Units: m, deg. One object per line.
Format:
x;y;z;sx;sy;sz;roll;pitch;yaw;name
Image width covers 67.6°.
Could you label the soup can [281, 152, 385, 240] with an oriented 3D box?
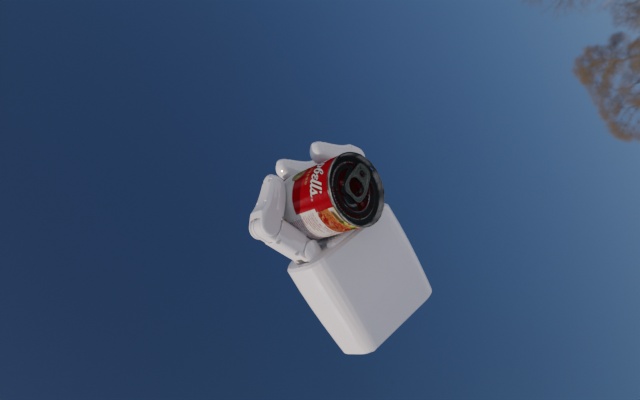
0.000;0.001;0.448;0.068;0.068;0.102;0;-13;-42;soup can
